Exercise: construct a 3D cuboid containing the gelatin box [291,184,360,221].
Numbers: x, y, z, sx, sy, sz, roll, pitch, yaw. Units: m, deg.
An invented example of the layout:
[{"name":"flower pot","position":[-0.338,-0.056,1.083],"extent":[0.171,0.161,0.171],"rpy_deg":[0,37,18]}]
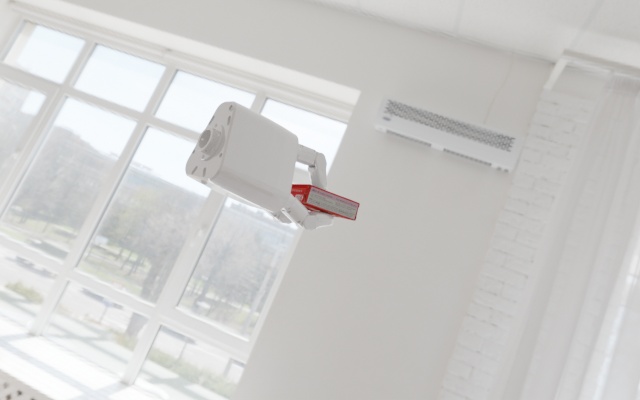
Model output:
[{"name":"gelatin box","position":[0.001,0.002,0.692],"extent":[0.089,0.030,0.073],"rpy_deg":[19,-6,-28]}]
